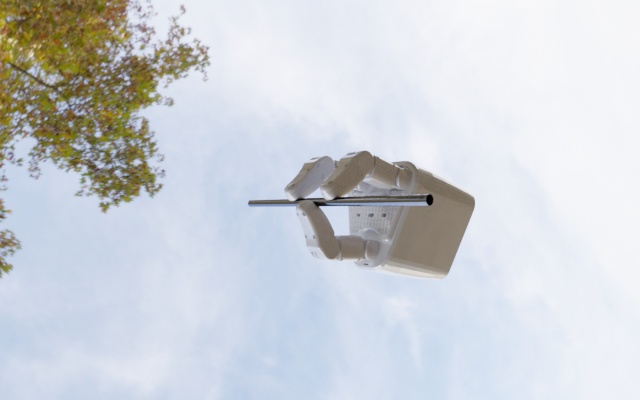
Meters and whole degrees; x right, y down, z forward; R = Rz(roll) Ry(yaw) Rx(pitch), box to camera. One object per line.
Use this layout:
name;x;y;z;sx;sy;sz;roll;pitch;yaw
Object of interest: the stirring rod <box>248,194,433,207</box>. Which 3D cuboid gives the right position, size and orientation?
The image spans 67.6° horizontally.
stirring rod;0.000;0.001;0.422;0.011;0.011;0.239;0;-1;-39
